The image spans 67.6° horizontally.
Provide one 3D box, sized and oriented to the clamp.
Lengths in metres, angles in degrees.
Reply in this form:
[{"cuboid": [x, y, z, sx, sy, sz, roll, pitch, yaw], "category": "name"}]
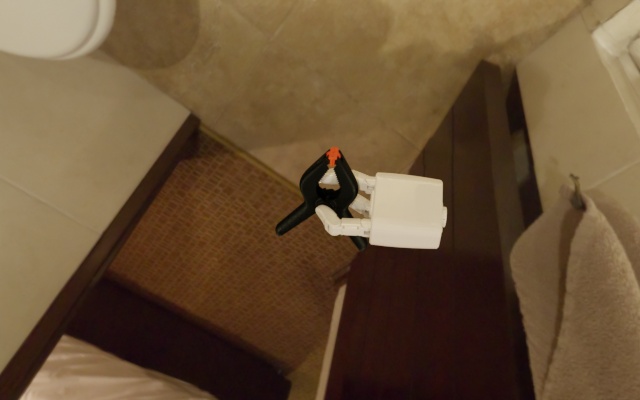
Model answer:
[{"cuboid": [0.000, 0.003, 0.789, 0.164, 0.210, 0.036, 4, 43, 6], "category": "clamp"}]
